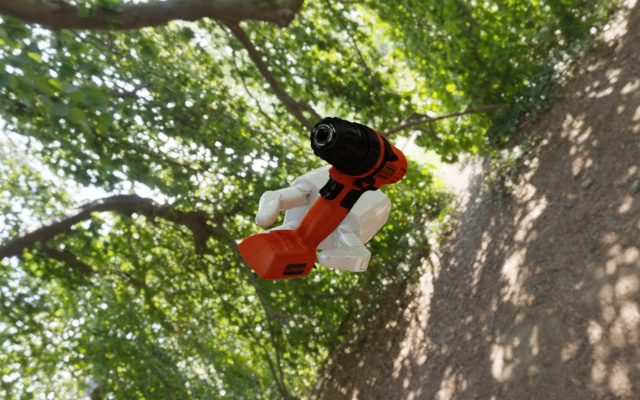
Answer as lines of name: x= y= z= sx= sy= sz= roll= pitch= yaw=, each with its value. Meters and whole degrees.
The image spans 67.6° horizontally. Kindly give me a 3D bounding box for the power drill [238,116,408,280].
power drill: x=0.000 y=0.002 z=0.499 sx=0.188 sy=0.057 sz=0.184 roll=-47 pitch=-25 yaw=16
